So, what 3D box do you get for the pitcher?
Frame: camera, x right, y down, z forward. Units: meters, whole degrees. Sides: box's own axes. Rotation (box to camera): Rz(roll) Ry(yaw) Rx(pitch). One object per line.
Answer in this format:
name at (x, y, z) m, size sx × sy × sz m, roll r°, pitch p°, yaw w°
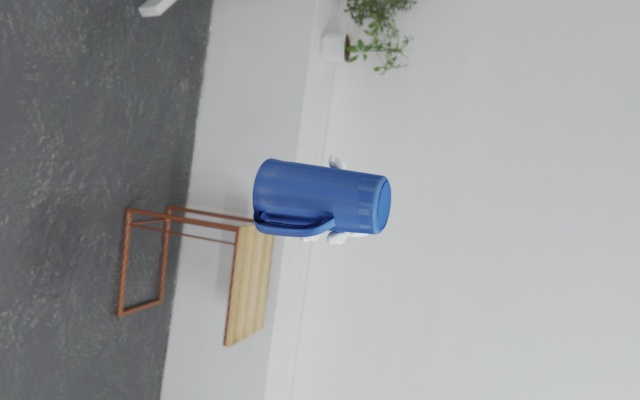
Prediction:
pitcher at (0.000, 0.003, 0.893) m, size 0.243 × 0.149 × 0.145 m, roll 7°, pitch -5°, yaw 22°
